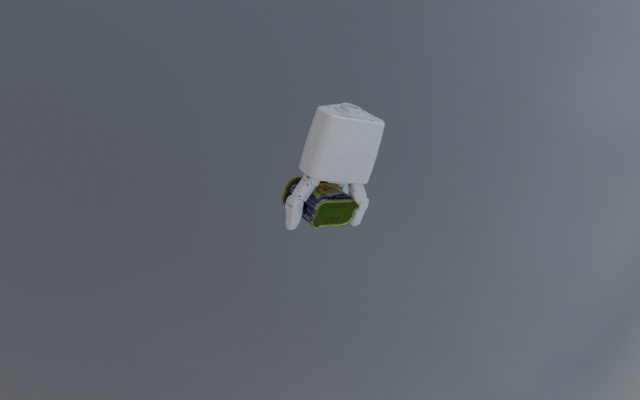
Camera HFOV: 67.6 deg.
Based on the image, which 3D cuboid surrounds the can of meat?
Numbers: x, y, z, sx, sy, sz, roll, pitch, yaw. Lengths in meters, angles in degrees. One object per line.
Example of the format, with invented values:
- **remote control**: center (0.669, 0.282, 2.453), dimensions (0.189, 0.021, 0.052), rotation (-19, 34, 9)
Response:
- **can of meat**: center (0.000, 0.003, 0.814), dimensions (0.102, 0.057, 0.084), rotation (-3, 30, -43)
